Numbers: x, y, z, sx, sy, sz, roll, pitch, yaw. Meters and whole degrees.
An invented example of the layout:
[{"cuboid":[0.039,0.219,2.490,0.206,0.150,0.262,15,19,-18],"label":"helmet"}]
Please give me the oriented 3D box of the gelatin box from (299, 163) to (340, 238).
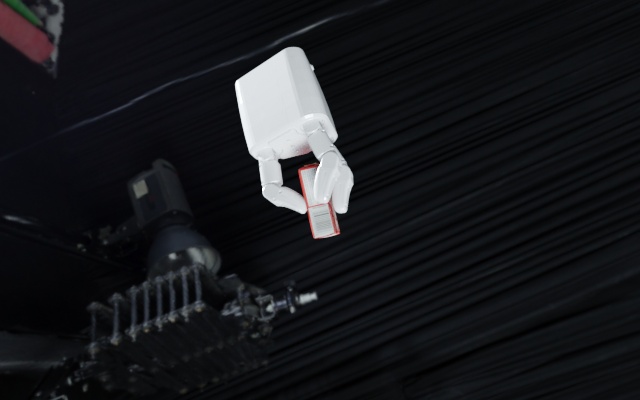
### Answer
[{"cuboid":[0.000,0.002,0.603,0.030,0.089,0.073,-13,-5,5],"label":"gelatin box"}]
